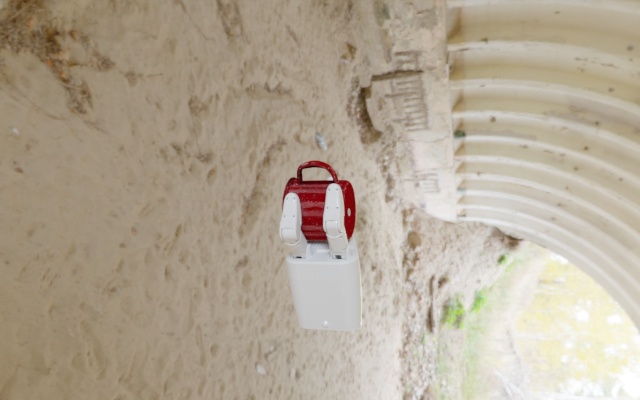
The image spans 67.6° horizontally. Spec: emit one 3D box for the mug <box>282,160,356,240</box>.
[{"bbox_3d":[0.000,0.001,0.646,0.081,0.117,0.093,-1,20,16],"label":"mug"}]
